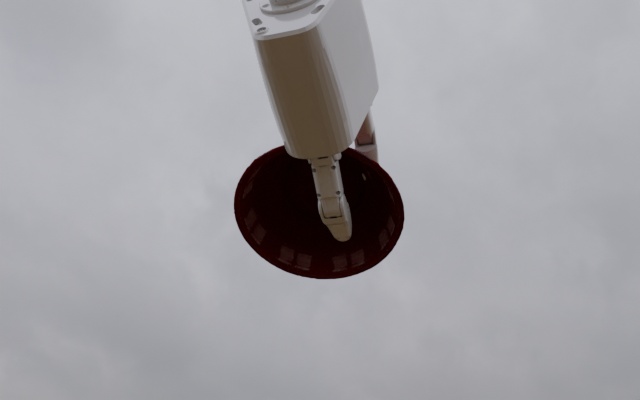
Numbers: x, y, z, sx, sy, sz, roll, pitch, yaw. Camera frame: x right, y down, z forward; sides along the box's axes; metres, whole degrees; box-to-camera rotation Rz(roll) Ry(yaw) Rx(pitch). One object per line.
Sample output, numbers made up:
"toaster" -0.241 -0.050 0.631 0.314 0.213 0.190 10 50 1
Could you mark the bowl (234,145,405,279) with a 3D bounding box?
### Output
"bowl" 0.000 0.002 0.471 0.162 0.162 0.055 0 34 8
